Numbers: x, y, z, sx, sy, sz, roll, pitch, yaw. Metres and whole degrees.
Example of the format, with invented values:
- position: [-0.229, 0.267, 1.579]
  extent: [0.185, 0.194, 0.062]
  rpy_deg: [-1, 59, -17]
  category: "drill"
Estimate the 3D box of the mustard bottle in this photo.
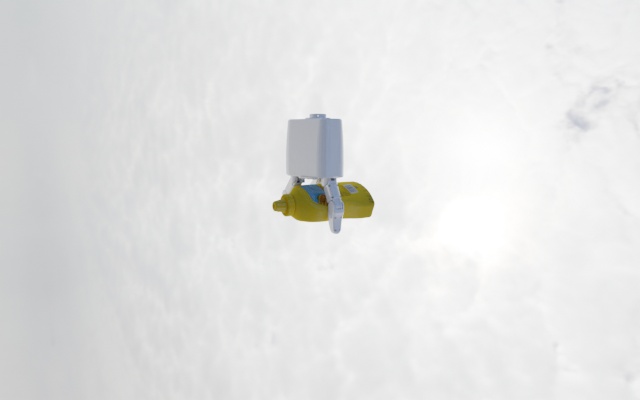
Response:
- position: [0.000, 0.003, 0.895]
  extent: [0.191, 0.058, 0.096]
  rpy_deg: [-4, 34, -30]
  category: "mustard bottle"
